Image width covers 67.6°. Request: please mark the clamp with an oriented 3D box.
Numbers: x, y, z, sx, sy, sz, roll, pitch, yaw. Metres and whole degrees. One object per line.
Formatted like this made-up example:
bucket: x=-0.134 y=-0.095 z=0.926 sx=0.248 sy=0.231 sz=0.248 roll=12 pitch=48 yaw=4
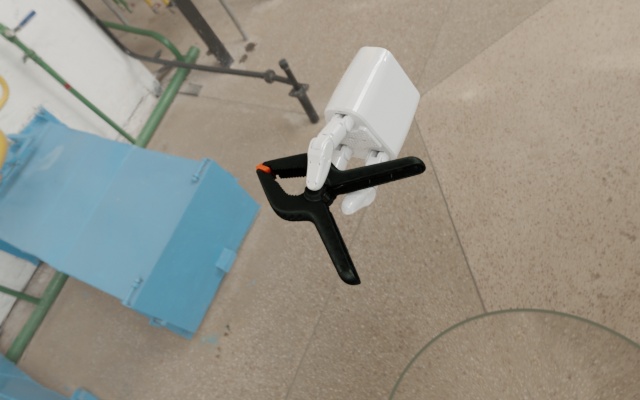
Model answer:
clamp: x=-0.001 y=0.001 z=0.568 sx=0.210 sy=0.164 sz=0.036 roll=15 pitch=-23 yaw=30
